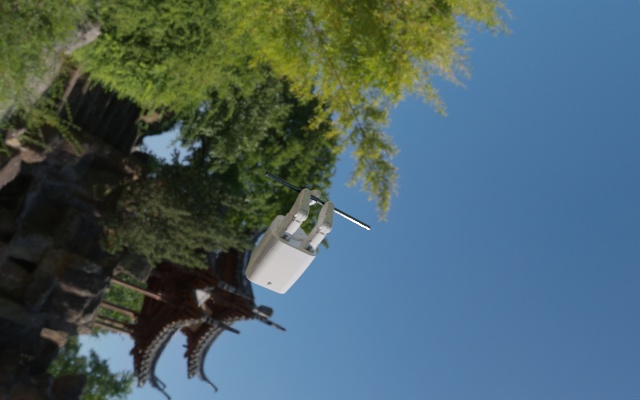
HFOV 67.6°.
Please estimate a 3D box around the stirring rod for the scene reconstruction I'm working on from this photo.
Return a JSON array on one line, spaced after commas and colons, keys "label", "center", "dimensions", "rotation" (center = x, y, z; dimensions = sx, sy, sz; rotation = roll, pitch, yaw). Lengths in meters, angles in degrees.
[{"label": "stirring rod", "center": [0.000, 0.003, 0.894], "dimensions": [0.239, 0.011, 0.011], "rotation": [28, -13, -25]}]
